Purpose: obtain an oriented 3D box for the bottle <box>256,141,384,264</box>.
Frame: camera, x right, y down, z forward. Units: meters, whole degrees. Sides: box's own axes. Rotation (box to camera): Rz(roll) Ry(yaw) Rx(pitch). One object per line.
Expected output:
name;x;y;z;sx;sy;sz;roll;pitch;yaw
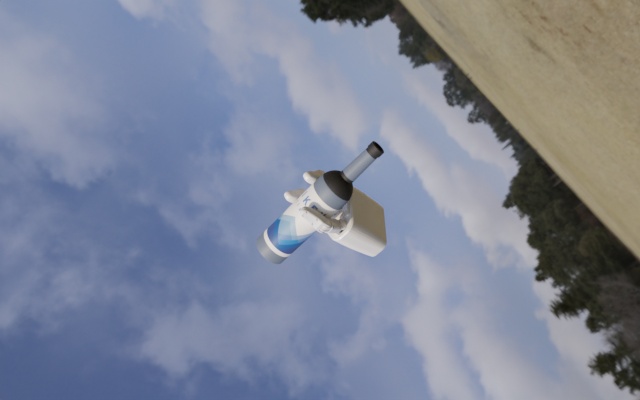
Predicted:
bottle;0.000;0.003;0.860;0.296;0.069;0.069;-44;-21;24
